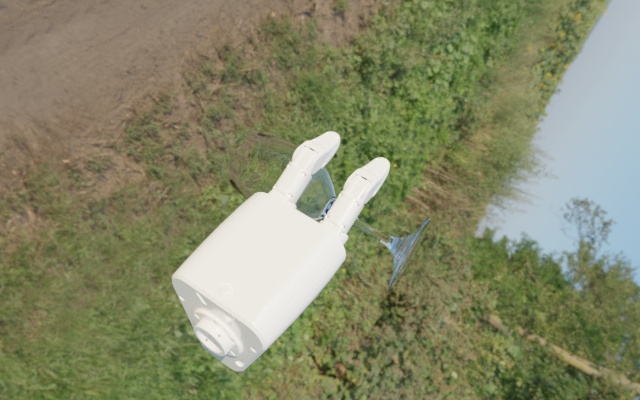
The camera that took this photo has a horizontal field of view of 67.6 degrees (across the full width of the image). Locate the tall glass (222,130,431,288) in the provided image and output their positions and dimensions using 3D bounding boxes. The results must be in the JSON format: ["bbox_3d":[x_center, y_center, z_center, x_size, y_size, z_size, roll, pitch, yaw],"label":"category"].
[{"bbox_3d":[0.001,0.002,0.467,0.201,0.079,0.079,30,9,17],"label":"tall glass"}]
